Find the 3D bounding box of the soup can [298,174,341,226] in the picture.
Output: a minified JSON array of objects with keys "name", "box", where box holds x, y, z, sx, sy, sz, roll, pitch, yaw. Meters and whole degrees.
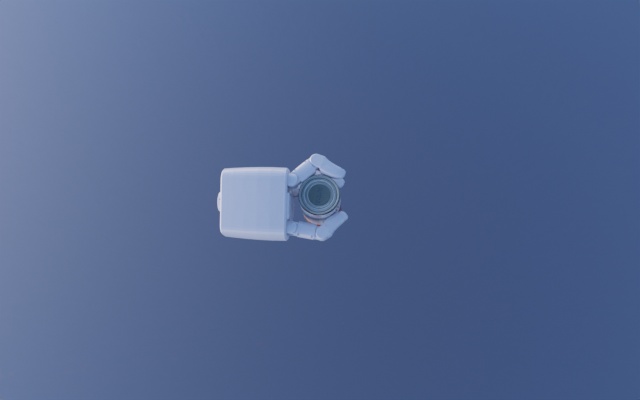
[{"name":"soup can","box":[0.001,0.003,0.790,0.068,0.068,0.102,0,-14,3]}]
